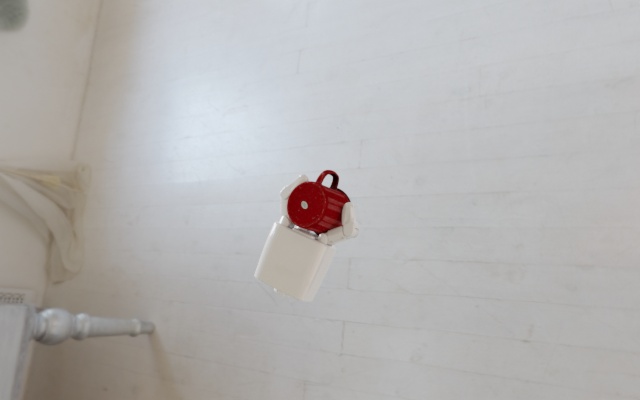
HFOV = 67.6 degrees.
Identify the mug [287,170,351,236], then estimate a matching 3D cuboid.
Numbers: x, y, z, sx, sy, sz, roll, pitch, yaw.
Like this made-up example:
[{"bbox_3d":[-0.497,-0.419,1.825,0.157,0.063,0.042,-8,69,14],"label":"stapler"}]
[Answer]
[{"bbox_3d":[0.001,0.001,0.828,0.093,0.117,0.081,23,1,33],"label":"mug"}]
